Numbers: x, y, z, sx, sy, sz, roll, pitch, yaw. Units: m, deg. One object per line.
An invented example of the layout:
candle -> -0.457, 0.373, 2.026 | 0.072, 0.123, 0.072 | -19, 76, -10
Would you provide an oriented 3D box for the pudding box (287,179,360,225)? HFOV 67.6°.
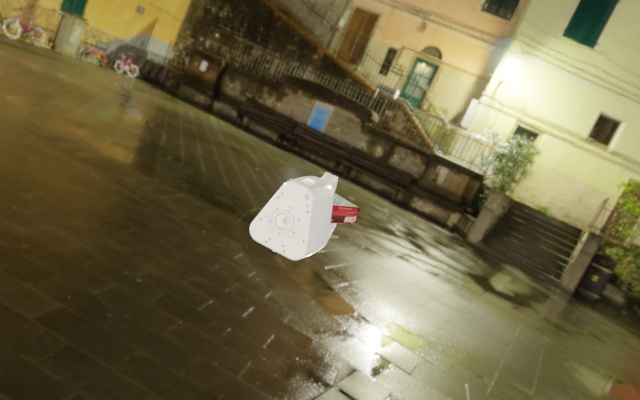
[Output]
pudding box -> 0.000, 0.003, 0.844 | 0.090, 0.039, 0.113 | 8, 20, -48
